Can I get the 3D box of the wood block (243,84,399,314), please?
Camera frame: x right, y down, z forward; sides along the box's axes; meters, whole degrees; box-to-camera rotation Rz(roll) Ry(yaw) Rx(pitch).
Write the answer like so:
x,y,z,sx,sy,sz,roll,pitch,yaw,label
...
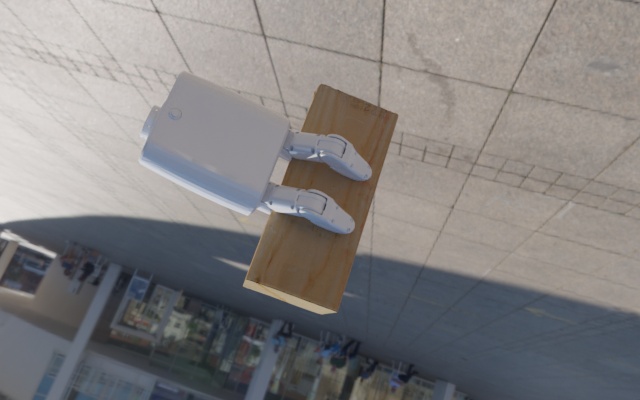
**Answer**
x,y,z,sx,sy,sz,roll,pitch,yaw,label
0.000,0.002,0.490,0.090,0.206,0.091,21,-17,-5,wood block
